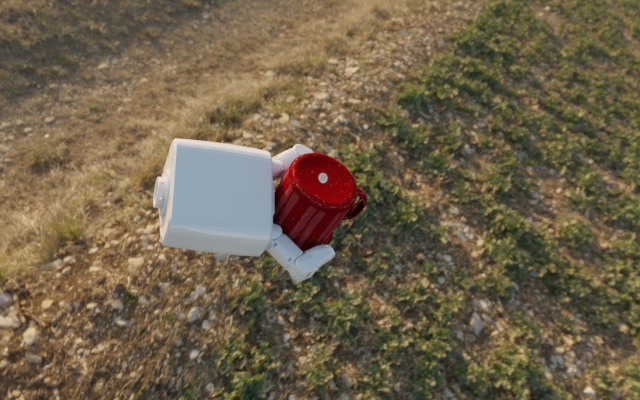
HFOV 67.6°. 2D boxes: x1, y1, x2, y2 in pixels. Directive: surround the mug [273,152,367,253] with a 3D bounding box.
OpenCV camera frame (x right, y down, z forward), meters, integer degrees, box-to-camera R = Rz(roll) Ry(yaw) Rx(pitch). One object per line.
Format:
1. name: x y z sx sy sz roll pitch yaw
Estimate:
1. mug: 0.001 0.002 0.545 0.117 0.093 0.081 7 -39 -26
